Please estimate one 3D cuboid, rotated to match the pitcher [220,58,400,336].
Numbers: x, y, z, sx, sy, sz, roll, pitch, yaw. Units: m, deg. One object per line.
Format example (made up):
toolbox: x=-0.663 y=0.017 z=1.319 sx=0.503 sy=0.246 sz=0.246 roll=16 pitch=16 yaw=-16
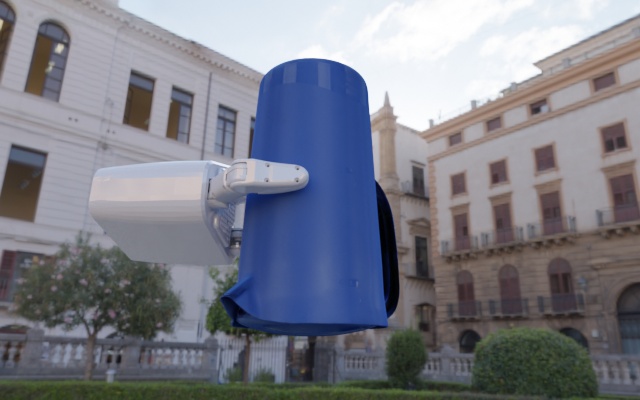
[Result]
pitcher: x=0.000 y=0.001 z=0.447 sx=0.145 sy=0.242 sz=0.149 roll=-1 pitch=-17 yaw=7
